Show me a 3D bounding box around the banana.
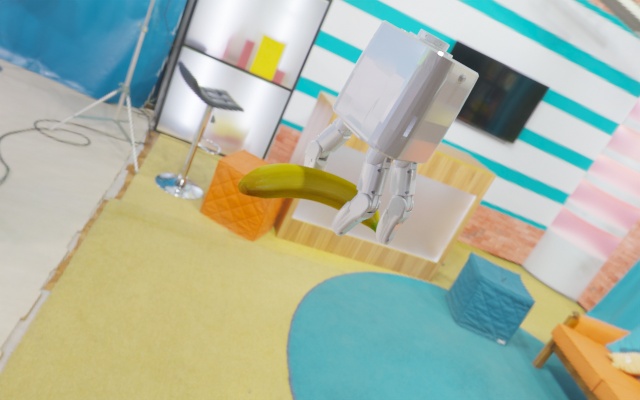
[{"bbox_3d":[-0.003,-0.008,0.523,0.198,0.037,0.069,18,27,-31],"label":"banana"}]
